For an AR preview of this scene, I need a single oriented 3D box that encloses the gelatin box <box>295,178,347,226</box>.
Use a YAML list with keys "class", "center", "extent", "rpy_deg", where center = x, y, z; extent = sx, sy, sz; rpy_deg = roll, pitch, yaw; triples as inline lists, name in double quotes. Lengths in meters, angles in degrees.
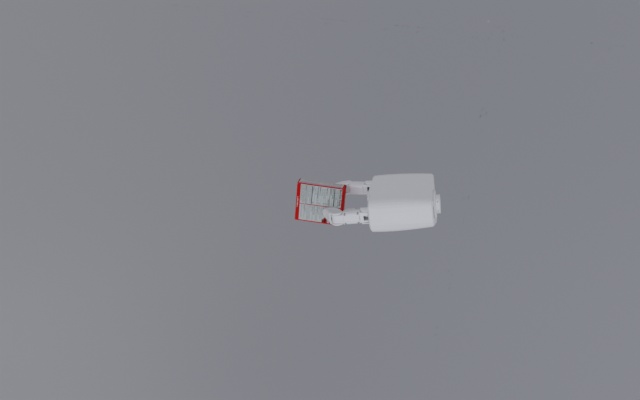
- class: "gelatin box"
  center: [0.000, 0.003, 0.869]
  extent: [0.089, 0.073, 0.030]
  rpy_deg: [8, 20, 8]
